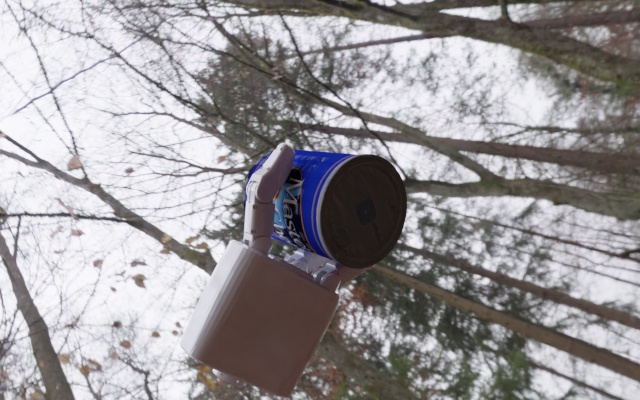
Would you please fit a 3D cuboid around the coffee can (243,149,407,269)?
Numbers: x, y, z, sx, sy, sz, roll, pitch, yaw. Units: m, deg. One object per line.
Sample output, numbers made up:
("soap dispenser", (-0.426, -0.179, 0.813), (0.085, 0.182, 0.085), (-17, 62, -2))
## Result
("coffee can", (0.000, 0.001, 0.477), (0.103, 0.103, 0.140), (0, 7, -37))
